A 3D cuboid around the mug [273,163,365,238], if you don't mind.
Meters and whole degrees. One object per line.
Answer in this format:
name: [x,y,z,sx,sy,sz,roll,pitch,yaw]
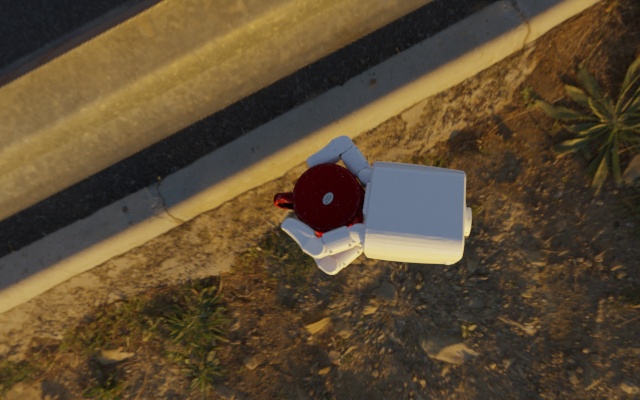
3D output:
mug: [-0.001,0.002,0.581,0.117,0.093,0.081,6,-10,9]
